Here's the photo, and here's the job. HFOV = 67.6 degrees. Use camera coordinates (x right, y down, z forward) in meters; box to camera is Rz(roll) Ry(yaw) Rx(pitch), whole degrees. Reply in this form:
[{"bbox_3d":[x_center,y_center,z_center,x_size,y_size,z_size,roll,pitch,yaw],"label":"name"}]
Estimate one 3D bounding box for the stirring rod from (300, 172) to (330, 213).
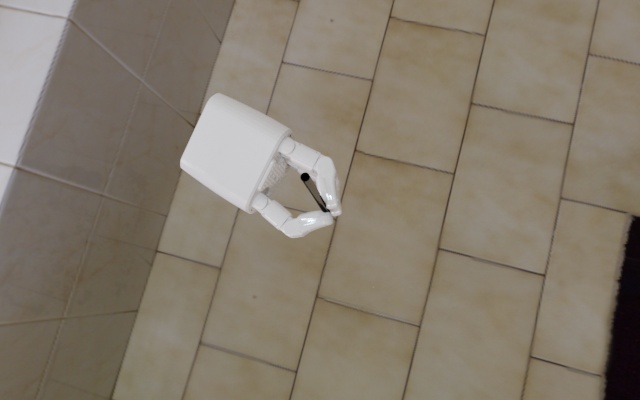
[{"bbox_3d":[0.000,0.002,0.515,0.011,0.011,0.239,0,-10,6],"label":"stirring rod"}]
